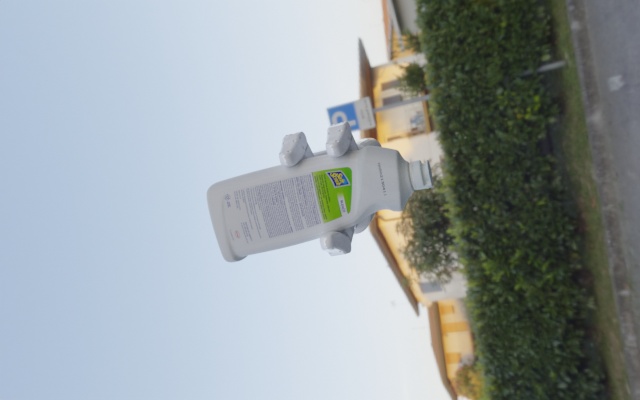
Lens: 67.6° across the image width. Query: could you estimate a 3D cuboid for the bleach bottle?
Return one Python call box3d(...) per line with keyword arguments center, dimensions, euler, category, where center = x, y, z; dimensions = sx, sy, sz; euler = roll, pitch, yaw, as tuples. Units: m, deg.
box3d(center=(0.000, 0.002, 0.539), dimensions=(0.251, 0.102, 0.068), euler=(-11, 11, 18), category="bleach bottle")
